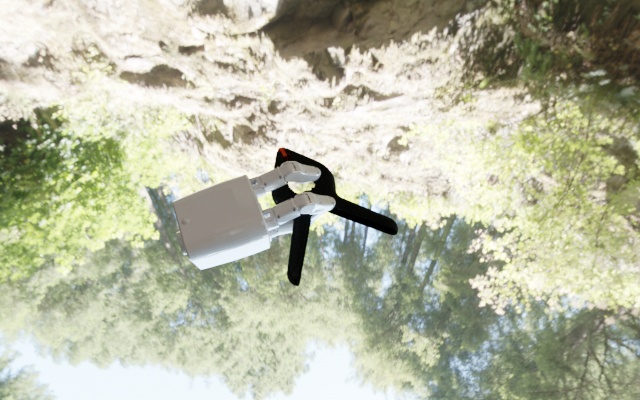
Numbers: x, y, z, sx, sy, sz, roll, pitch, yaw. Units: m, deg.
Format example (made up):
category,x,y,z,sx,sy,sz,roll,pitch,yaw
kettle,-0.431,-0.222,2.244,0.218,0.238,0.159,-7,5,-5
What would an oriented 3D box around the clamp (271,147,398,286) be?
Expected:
category,x,y,z,sx,sy,sz,roll,pitch,yaw
clamp,0.000,0.002,0.678,0.164,0.210,0.036,-19,-30,-10
